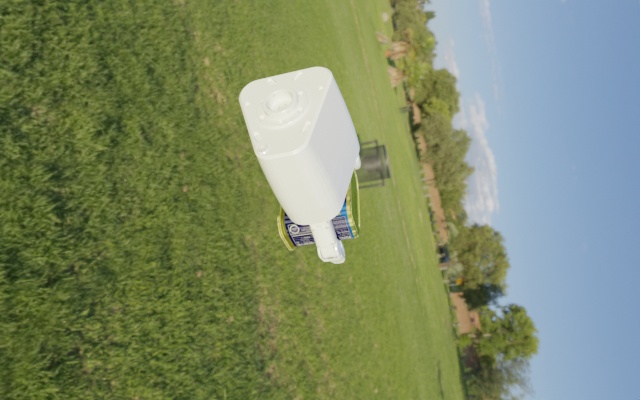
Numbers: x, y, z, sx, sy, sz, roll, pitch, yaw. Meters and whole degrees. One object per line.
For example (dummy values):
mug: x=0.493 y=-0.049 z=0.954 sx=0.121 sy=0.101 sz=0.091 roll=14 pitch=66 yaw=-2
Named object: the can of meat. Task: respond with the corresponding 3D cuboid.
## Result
can of meat: x=0.000 y=0.002 z=0.558 sx=0.084 sy=0.102 sz=0.057 roll=-10 pitch=-40 yaw=13
